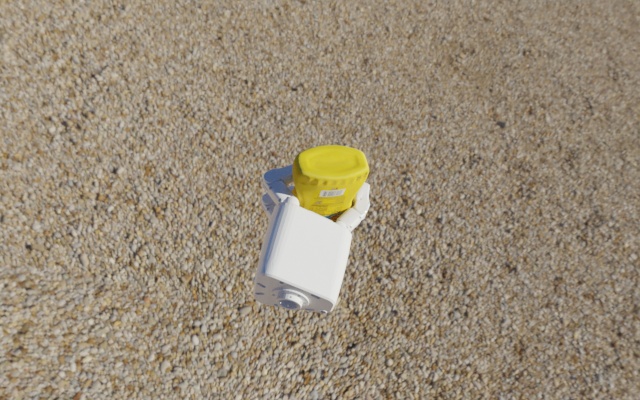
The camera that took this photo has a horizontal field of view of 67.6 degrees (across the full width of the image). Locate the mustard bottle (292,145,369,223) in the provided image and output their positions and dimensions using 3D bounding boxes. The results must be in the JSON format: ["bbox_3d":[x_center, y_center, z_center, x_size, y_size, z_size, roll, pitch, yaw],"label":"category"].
[{"bbox_3d":[0.000,0.002,0.681,0.096,0.058,0.192,-5,-32,-15],"label":"mustard bottle"}]
